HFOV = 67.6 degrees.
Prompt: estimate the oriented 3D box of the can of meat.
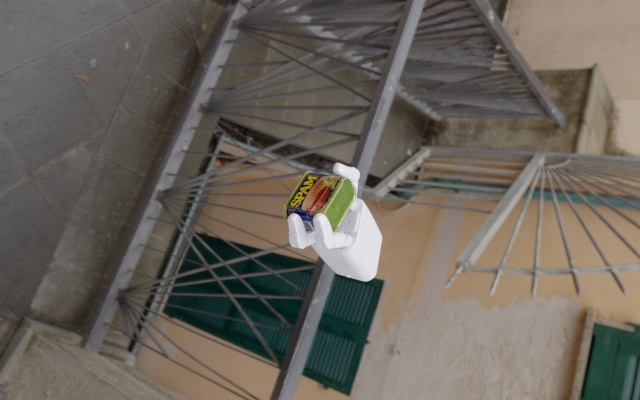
[{"bbox_3d":[0.000,0.003,0.796,0.084,0.102,0.057,9,-35,37],"label":"can of meat"}]
